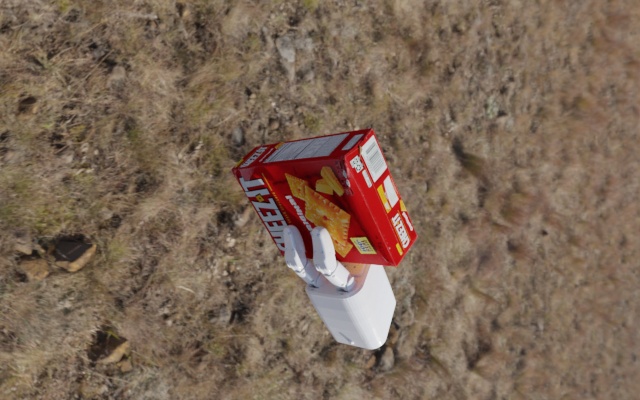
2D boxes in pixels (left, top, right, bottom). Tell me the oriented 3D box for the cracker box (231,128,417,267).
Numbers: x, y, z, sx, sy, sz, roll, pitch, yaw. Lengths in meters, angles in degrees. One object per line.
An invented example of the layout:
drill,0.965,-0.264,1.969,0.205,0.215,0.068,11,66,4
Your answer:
cracker box,0.000,0.002,0.639,0.213,0.164,0.072,-2,34,43
